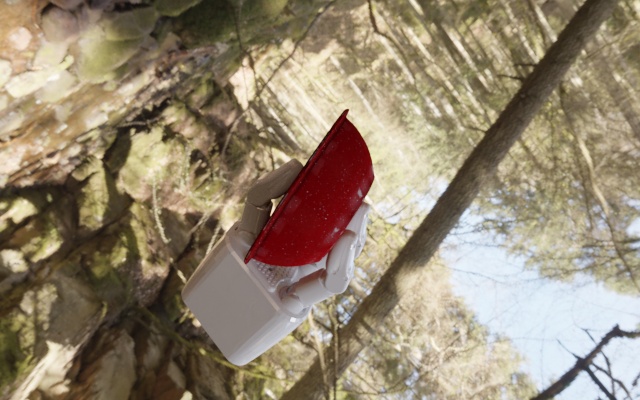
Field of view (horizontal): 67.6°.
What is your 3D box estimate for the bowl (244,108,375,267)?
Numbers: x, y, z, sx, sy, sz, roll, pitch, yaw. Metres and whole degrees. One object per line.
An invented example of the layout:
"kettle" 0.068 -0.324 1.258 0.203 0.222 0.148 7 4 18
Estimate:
"bowl" 0.001 0.001 0.419 0.055 0.162 0.162 33 -1 -1
